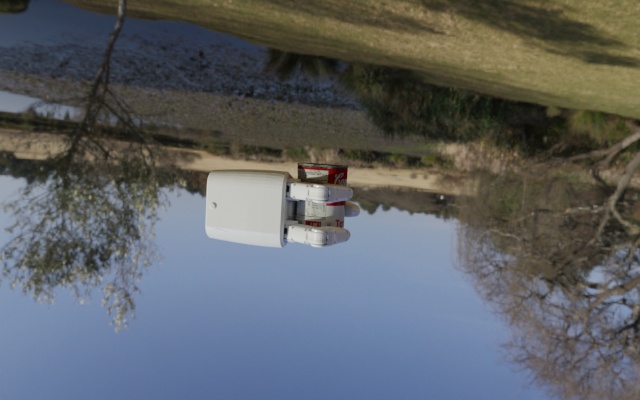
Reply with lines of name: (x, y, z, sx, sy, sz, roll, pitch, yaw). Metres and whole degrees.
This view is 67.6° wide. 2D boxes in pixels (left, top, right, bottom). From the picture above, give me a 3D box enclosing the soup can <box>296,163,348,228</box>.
soup can: (0.001, 0.002, 0.641, 0.068, 0.102, 0.068, 4, 6, 0)
